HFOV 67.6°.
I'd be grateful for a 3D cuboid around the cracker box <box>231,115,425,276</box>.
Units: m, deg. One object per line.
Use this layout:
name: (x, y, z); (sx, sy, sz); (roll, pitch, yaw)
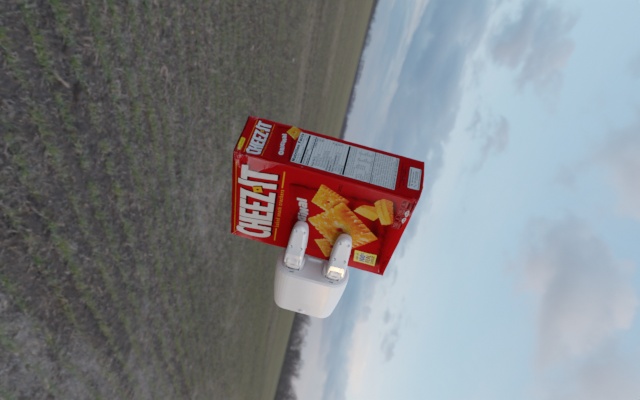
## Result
cracker box: (0.000, 0.002, 0.591); (0.214, 0.072, 0.164); (15, -40, 0)
